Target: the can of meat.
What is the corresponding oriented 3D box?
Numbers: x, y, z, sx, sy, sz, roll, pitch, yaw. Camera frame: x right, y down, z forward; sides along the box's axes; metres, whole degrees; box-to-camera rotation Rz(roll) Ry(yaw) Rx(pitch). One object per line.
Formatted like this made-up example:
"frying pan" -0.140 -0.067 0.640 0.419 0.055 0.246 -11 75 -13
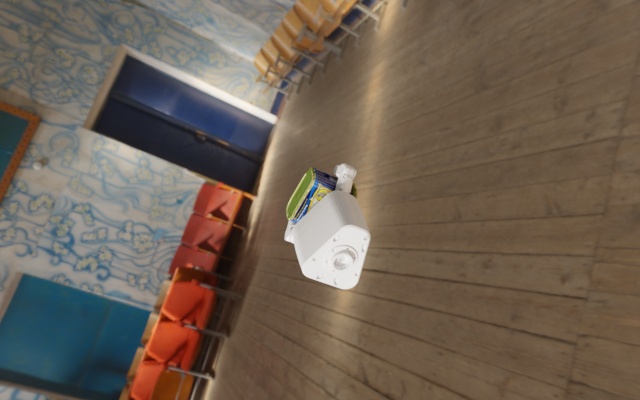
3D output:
"can of meat" 0.000 0.002 0.811 0.084 0.102 0.057 22 25 -20
